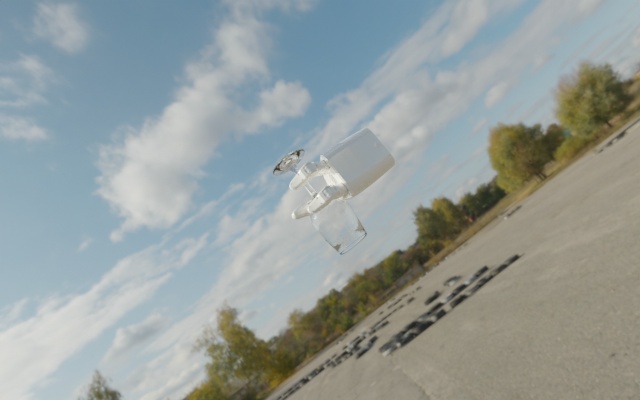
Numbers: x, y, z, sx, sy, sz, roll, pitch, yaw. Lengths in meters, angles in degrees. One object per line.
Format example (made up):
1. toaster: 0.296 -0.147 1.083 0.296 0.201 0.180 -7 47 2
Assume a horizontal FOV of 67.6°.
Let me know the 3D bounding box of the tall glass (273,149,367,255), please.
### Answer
1. tall glass: 0.000 0.002 0.882 0.079 0.201 0.079 -36 -13 -10
